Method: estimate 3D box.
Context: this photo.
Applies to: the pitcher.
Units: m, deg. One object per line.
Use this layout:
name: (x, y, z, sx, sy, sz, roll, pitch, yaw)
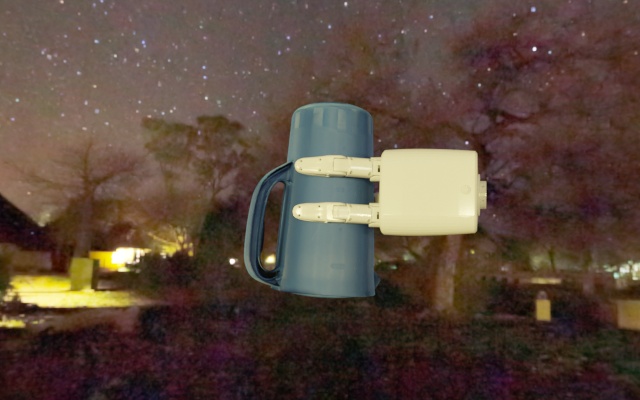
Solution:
pitcher: (0.000, 0.002, 0.617, 0.145, 0.243, 0.149, 0, -7, 20)
